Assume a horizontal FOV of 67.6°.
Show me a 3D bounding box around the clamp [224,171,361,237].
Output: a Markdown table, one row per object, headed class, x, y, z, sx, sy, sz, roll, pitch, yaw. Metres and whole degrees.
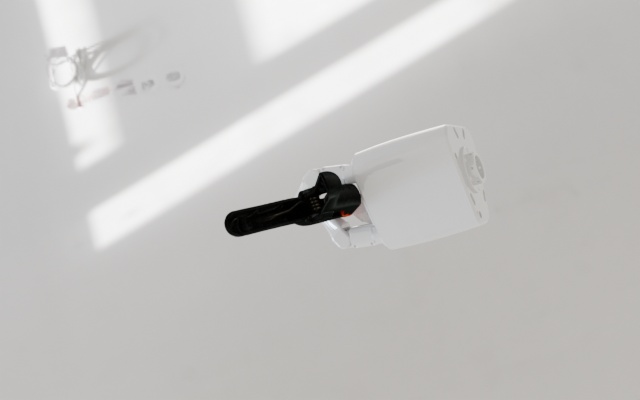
| class | x | y | z | sx | sy | sz | roll | pitch | yaw |
| --- | --- | --- | --- | --- | --- | --- | --- | --- | --- |
| clamp | 0.000 | 0.002 | 0.480 | 0.120 | 0.039 | 0.171 | -17 | -5 | 33 |
